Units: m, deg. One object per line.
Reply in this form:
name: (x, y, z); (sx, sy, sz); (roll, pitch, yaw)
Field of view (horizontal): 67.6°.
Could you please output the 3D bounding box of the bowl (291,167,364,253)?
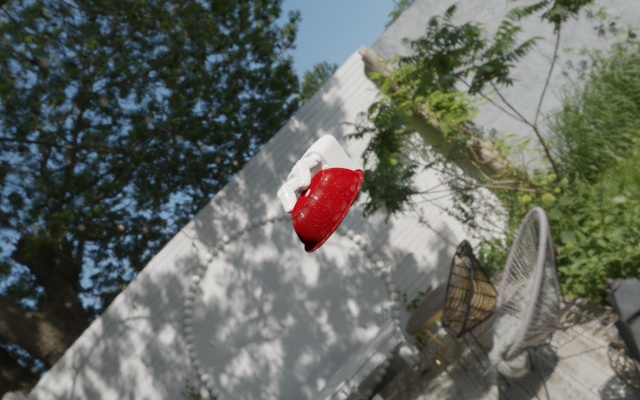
bowl: (0.000, 0.003, 0.771); (0.055, 0.162, 0.162); (34, -8, -12)
